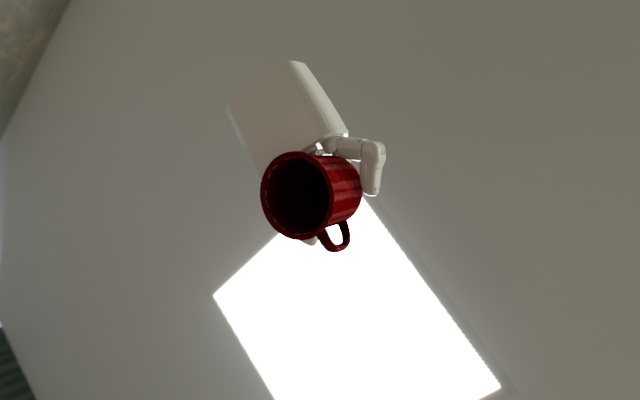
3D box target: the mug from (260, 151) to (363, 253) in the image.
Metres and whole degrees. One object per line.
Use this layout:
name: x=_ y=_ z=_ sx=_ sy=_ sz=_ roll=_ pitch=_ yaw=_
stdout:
mug: x=0.001 y=0.003 z=0.524 sx=0.093 sy=0.117 sz=0.081 roll=-34 pitch=-11 yaw=30
